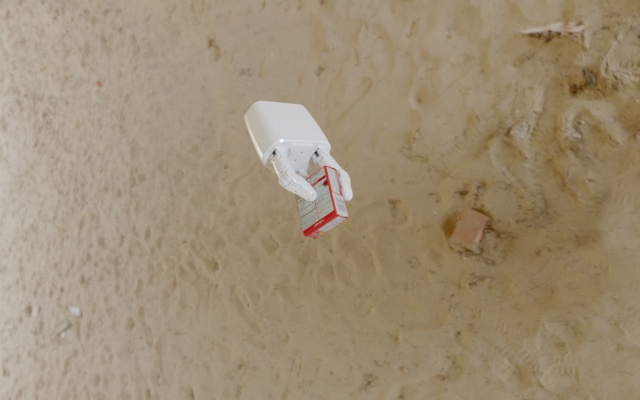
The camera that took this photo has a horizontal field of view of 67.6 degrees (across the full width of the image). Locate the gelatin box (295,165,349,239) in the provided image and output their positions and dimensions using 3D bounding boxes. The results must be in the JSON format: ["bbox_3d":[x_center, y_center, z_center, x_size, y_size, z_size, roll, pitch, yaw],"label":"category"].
[{"bbox_3d":[0.000,0.003,0.723,0.030,0.089,0.073,18,-42,-42],"label":"gelatin box"}]
